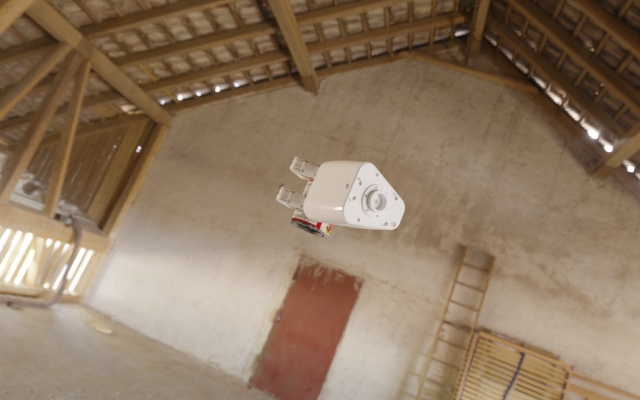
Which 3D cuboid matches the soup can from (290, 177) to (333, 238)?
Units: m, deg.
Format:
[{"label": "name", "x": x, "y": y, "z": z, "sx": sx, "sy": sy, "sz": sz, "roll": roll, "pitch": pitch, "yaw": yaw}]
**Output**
[{"label": "soup can", "x": 0.000, "y": 0.002, "z": 0.793, "sx": 0.068, "sy": 0.102, "sz": 0.068, "roll": 22, "pitch": -11, "yaw": 5}]
